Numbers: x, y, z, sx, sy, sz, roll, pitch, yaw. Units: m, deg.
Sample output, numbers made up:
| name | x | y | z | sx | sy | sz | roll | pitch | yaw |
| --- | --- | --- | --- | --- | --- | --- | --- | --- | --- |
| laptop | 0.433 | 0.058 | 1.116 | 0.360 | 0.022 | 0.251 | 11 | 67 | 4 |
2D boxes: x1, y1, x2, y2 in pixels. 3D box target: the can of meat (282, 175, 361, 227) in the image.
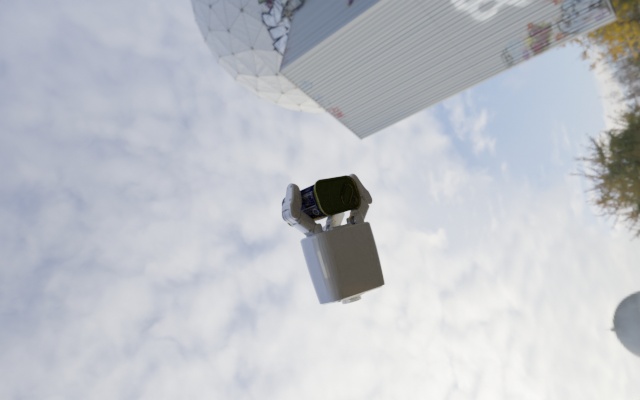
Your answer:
| name | x | y | z | sx | sy | sz | roll | pitch | yaw |
| --- | --- | --- | --- | --- | --- | --- | --- | --- | --- |
| can of meat | 0.000 | 0.003 | 0.763 | 0.084 | 0.057 | 0.102 | -22 | -6 | 41 |
